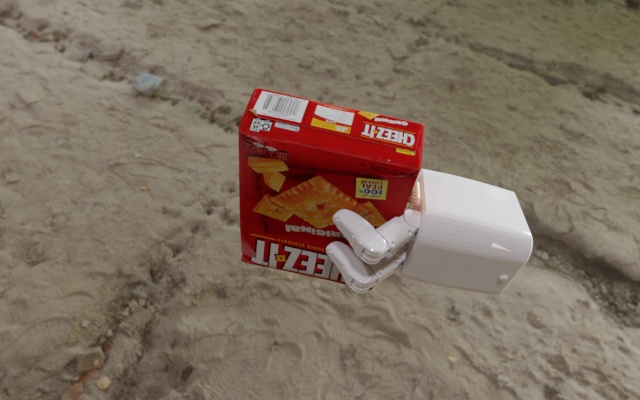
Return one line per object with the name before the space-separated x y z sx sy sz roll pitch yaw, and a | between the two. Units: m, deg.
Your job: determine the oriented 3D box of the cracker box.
cracker box | 0.000 0.001 0.502 0.164 0.072 0.214 13 -40 2
